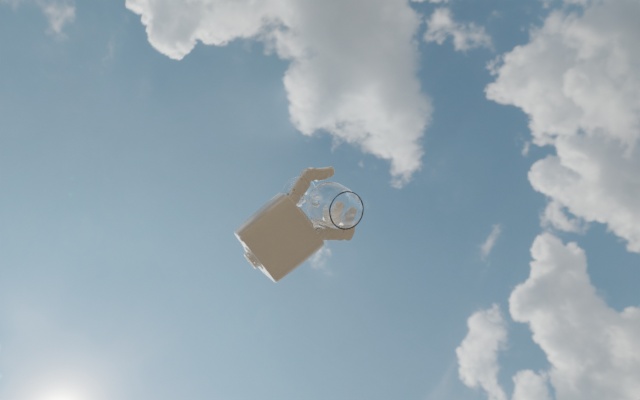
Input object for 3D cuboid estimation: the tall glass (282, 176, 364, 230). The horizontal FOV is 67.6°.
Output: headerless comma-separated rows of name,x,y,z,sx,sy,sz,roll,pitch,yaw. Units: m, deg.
tall glass,0.000,0.003,0.840,0.079,0.079,0.201,0,7,-25
